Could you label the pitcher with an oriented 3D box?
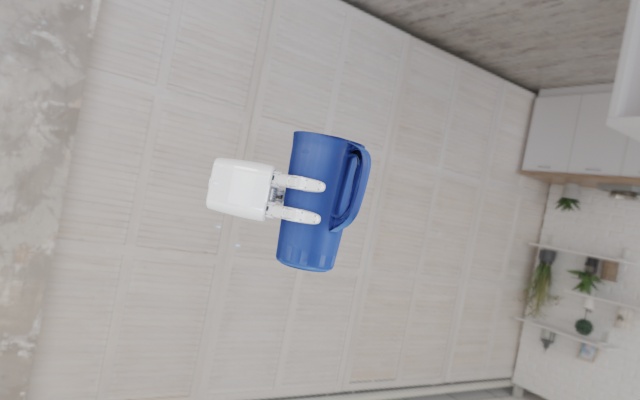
[{"bbox_3d":[0.000,0.003,0.861,0.145,0.243,0.149,11,1,1],"label":"pitcher"}]
